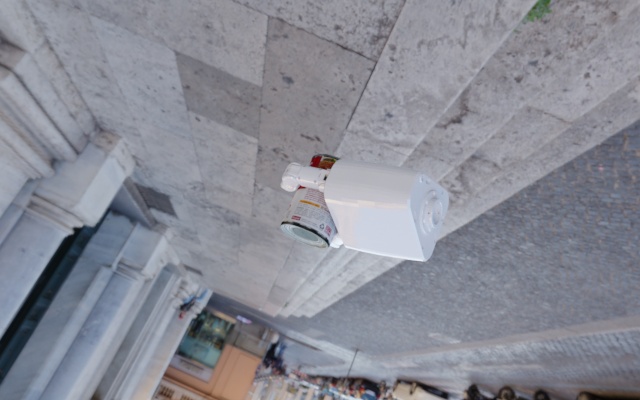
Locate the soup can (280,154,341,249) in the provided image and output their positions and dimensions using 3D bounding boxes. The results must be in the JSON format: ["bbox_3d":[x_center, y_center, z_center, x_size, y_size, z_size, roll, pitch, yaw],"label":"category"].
[{"bbox_3d":[0.000,0.002,0.603,0.068,0.102,0.068,21,-21,8],"label":"soup can"}]
